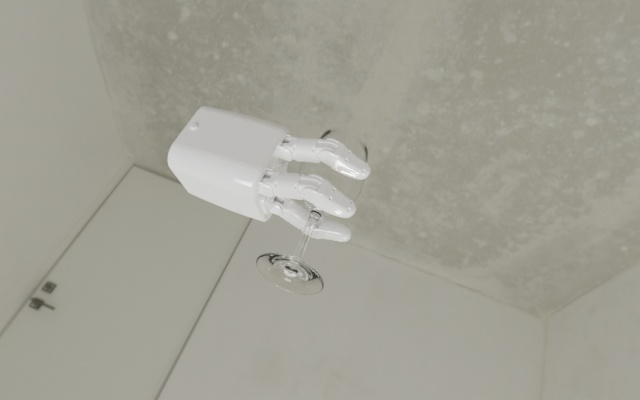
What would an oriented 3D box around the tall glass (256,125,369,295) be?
[{"bbox_3d":[0.000,0.002,0.544,0.079,0.201,0.079,15,-36,12],"label":"tall glass"}]
